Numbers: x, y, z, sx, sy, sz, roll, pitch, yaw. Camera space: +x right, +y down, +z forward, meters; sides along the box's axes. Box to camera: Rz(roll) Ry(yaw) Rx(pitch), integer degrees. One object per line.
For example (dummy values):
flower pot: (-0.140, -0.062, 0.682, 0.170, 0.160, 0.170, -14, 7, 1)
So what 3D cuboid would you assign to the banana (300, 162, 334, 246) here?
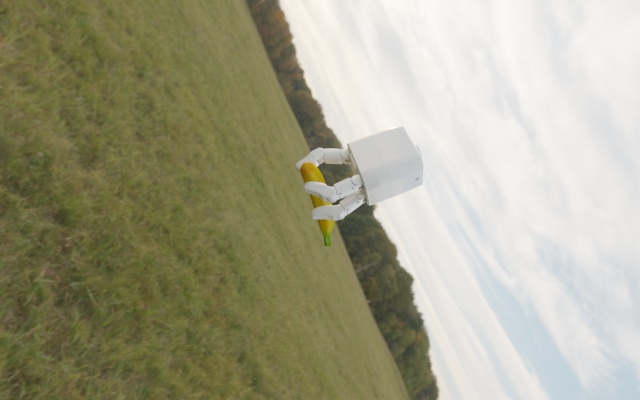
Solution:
banana: (-0.002, -0.006, 0.881, 0.037, 0.198, 0.069, -16, 39, 3)
